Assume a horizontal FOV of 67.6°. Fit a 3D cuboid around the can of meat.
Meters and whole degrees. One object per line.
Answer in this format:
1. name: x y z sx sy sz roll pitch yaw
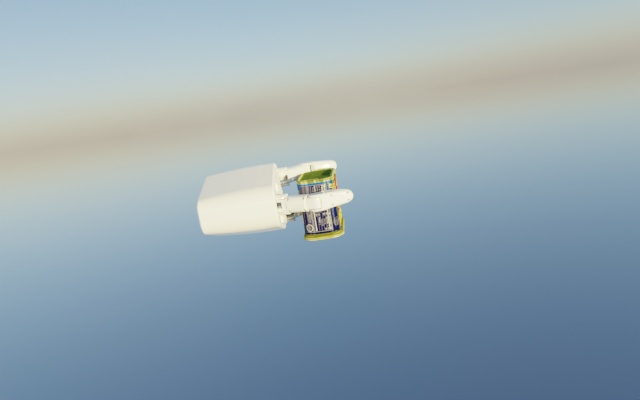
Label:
1. can of meat: 0.000 0.002 0.688 0.057 0.084 0.102 -8 11 5
